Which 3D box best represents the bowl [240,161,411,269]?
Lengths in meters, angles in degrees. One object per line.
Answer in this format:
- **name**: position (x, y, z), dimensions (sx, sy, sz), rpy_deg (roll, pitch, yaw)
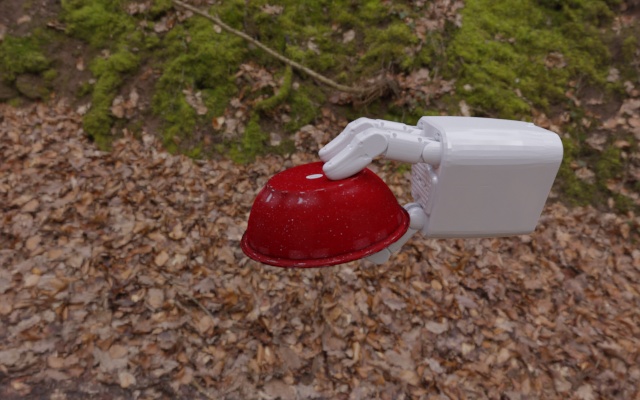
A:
- **bowl**: position (-0.001, 0.001, 0.444), dimensions (0.162, 0.055, 0.162), rpy_deg (-9, 20, 3)
